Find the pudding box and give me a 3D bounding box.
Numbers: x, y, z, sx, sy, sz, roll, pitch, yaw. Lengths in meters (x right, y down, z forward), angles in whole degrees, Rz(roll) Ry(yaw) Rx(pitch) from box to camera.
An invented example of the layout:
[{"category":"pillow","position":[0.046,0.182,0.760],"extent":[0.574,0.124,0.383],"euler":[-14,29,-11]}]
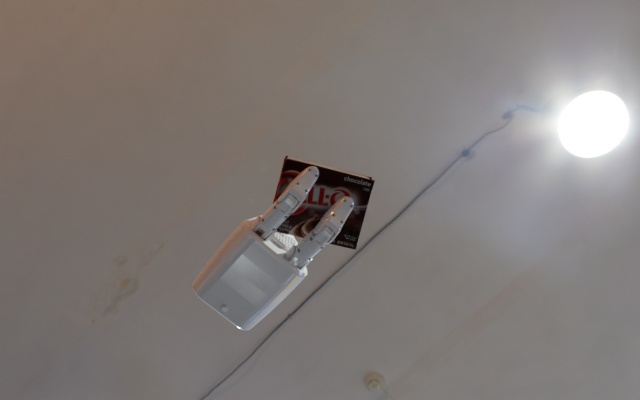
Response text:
[{"category":"pudding box","position":[0.000,0.002,0.584],"extent":[0.113,0.090,0.039],"euler":[13,13,-6]}]
